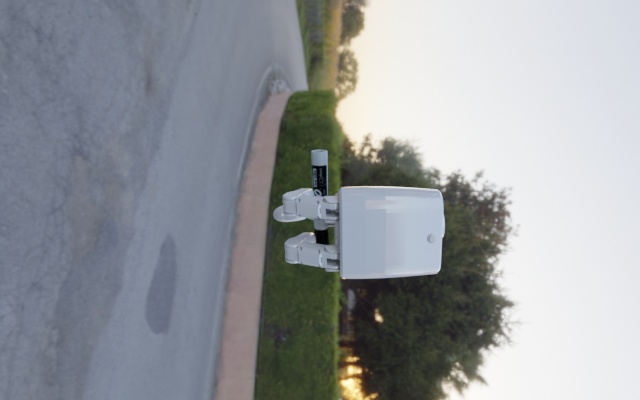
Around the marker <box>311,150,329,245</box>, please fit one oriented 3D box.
[{"bbox_3d":[0.000,0.002,0.557,0.020,0.121,0.020,-1,16,0],"label":"marker"}]
